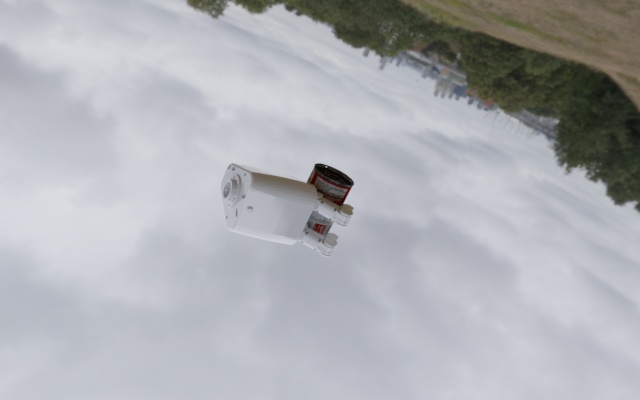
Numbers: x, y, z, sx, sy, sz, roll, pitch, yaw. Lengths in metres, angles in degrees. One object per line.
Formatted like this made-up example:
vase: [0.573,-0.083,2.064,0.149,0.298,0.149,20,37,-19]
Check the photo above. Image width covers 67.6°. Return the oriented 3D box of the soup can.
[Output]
soup can: [0.000,0.003,0.746,0.068,0.102,0.068,23,19,-9]
